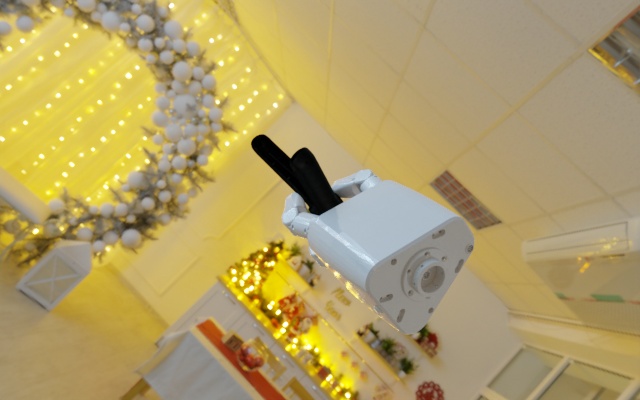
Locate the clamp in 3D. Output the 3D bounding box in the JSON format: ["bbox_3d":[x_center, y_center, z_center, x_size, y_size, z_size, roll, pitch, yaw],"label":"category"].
[{"bbox_3d":[0.001,0.002,0.570,0.210,0.036,0.164,51,-9,-31],"label":"clamp"}]
